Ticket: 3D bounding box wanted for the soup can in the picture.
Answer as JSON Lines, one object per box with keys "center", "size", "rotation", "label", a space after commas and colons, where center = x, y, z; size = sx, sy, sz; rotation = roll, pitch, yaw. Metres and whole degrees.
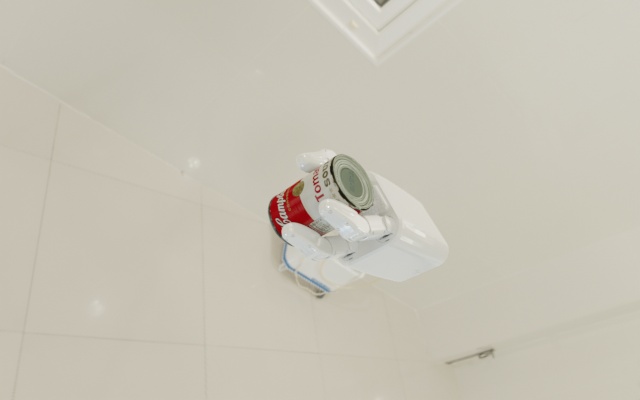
{"center": [0.000, 0.001, 0.528], "size": [0.102, 0.068, 0.068], "rotation": [-32, -19, 34], "label": "soup can"}
